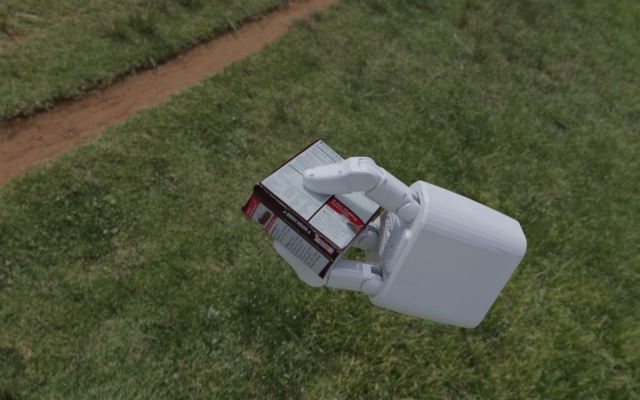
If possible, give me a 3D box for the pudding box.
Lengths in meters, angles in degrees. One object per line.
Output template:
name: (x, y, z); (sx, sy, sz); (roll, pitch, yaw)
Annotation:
pudding box: (0.000, 0.001, 0.418); (0.090, 0.039, 0.113); (39, 36, 6)
